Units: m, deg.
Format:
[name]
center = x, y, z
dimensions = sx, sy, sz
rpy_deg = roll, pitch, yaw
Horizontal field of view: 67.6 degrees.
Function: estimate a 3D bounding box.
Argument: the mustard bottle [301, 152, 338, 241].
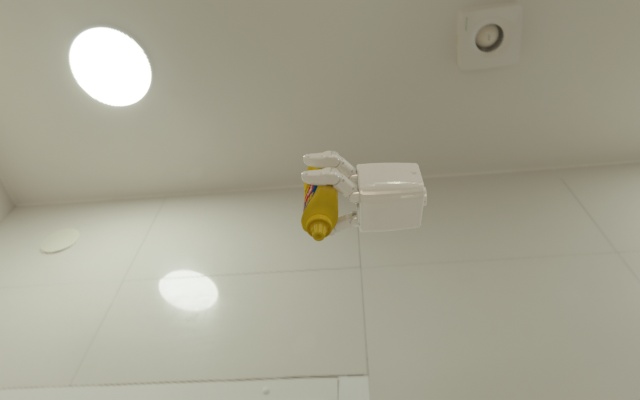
[mustard bottle]
center = 0.000, 0.002, 0.809
dimensions = 0.058, 0.096, 0.191
rpy_deg = 18, 33, -10
